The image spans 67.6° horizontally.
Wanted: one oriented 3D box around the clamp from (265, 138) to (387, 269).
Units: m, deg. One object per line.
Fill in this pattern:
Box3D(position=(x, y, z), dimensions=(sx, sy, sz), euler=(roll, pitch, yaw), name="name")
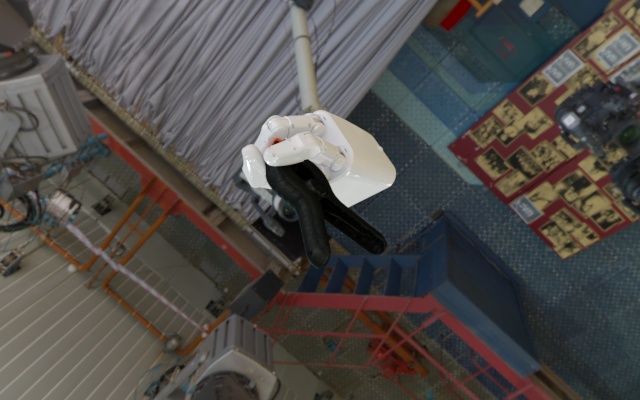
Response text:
Box3D(position=(0.000, 0.002, 0.519), dimensions=(0.039, 0.171, 0.120), euler=(-45, -33, 24), name="clamp")
